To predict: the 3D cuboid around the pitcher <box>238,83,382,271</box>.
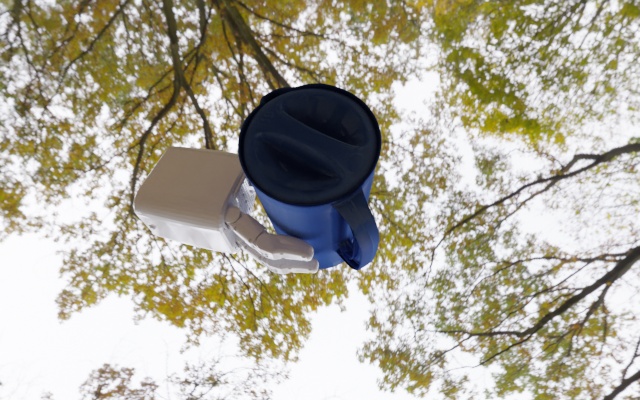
[{"bbox_3d":[0.000,0.002,0.538,0.145,0.149,0.243,10,-24,8],"label":"pitcher"}]
